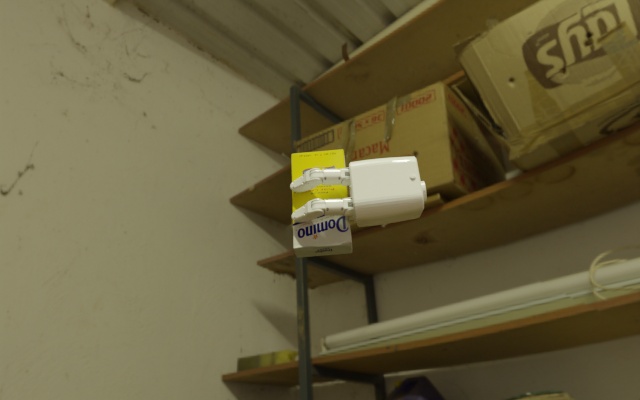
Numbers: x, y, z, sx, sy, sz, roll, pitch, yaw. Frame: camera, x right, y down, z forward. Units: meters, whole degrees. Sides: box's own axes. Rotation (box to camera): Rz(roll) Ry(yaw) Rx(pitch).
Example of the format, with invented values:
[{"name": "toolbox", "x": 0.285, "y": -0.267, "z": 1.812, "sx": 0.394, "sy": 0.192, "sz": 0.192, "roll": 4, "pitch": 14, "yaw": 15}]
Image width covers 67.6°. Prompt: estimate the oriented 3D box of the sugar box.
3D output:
[{"name": "sugar box", "x": 0.000, "y": 0.002, "z": 0.789, "sx": 0.093, "sy": 0.176, "sz": 0.048, "roll": -6, "pitch": -30, "yaw": 3}]
